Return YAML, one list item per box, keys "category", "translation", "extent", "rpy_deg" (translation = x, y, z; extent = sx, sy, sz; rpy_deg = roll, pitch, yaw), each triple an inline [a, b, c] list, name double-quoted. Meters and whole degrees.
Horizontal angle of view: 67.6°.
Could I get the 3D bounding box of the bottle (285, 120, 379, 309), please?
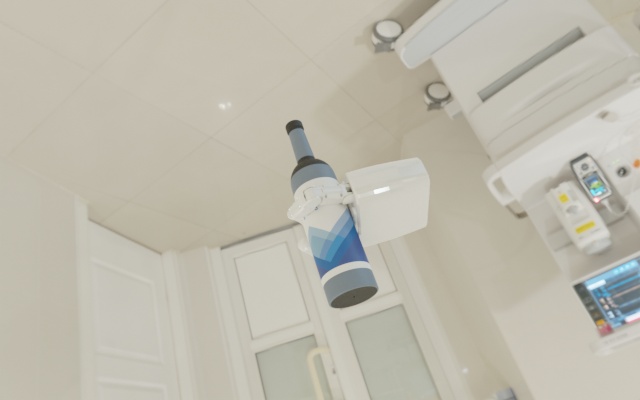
- category: "bottle"
  translation: [0.000, 0.002, 0.674]
  extent: [0.069, 0.295, 0.069]
  rpy_deg: [-14, -31, -9]
